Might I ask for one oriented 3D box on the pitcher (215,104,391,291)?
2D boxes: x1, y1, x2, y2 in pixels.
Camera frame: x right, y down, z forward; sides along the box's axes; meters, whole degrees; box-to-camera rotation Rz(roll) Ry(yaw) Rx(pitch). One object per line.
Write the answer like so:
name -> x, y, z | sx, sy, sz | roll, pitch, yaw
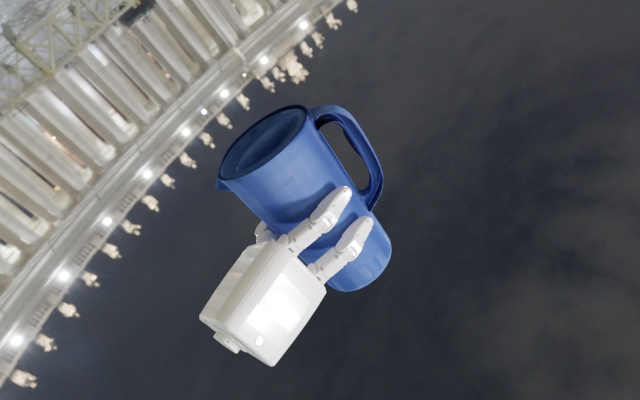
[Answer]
pitcher -> 0.000, 0.002, 0.615 | 0.149, 0.145, 0.243 | 2, -41, 49
